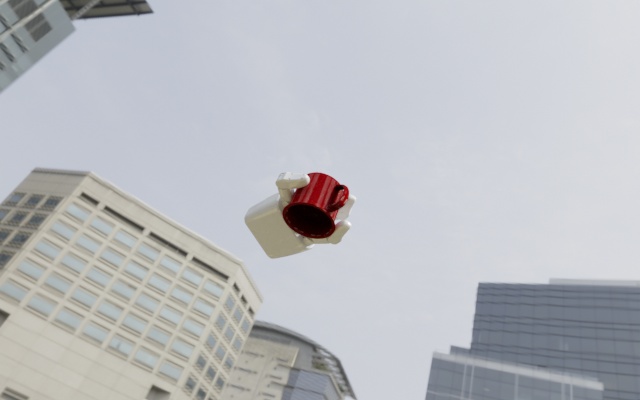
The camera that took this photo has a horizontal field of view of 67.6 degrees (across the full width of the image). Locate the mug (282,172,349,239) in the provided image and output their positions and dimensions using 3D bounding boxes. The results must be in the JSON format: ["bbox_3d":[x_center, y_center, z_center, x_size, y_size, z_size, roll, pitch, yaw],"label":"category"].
[{"bbox_3d":[0.001,0.002,0.812,0.117,0.081,0.093,-21,-55,40],"label":"mug"}]
